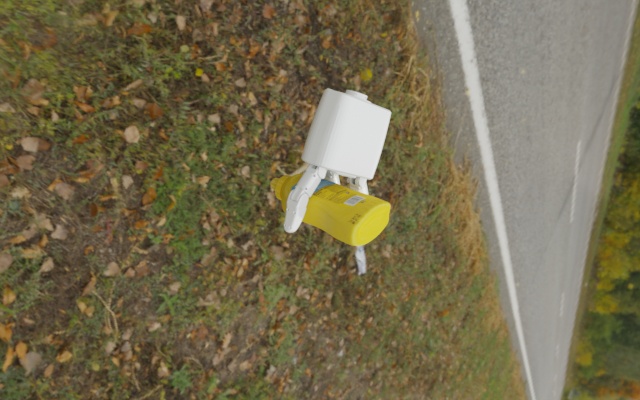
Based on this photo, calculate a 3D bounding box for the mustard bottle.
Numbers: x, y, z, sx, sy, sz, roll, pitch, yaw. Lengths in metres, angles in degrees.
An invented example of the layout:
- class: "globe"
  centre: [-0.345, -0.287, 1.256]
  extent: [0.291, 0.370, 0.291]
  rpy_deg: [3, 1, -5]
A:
- class: "mustard bottle"
  centre: [0.000, 0.003, 0.710]
  extent: [0.191, 0.058, 0.096]
  rpy_deg: [23, 35, 32]
